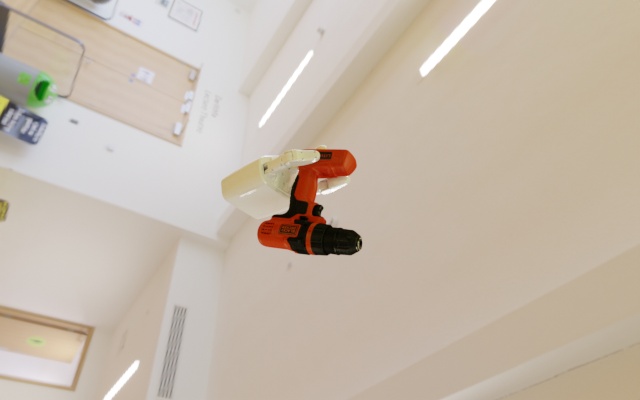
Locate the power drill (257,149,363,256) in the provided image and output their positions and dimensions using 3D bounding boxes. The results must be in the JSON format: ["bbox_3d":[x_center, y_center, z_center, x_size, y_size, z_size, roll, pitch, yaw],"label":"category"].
[{"bbox_3d":[0.000,0.002,0.792,0.184,0.187,0.057,5,-31,27],"label":"power drill"}]
